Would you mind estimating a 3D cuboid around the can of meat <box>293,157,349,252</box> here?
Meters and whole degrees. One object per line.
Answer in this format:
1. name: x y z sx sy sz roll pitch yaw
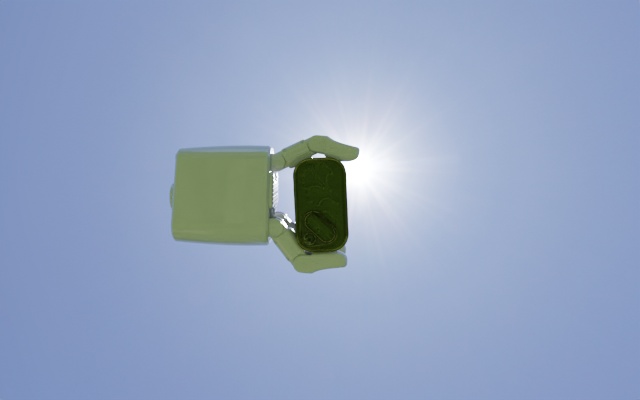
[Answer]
1. can of meat: 0.000 0.002 0.550 0.057 0.102 0.084 -3 5 0
